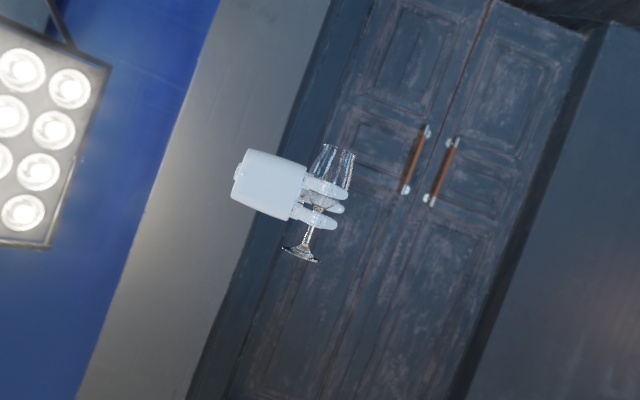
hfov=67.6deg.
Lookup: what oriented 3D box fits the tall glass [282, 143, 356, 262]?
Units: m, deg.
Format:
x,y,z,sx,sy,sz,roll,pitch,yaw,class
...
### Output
x,y,z,sx,sy,sz,roll,pitch,yaw,class
0.000,0.003,0.849,0.079,0.201,0.079,21,2,-1,tall glass
